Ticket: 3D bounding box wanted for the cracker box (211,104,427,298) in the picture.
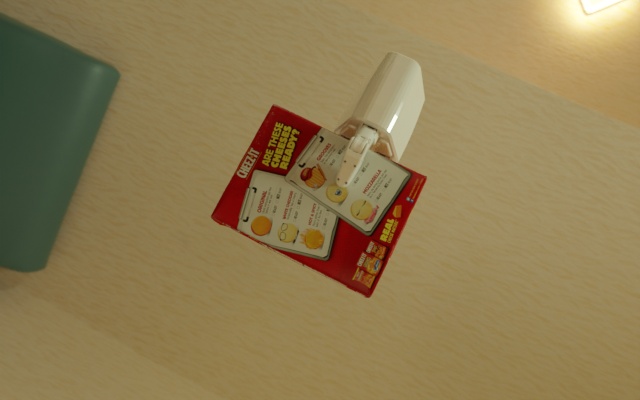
[{"bbox_3d":[0.000,0.002,0.601,0.213,0.164,0.072,26,-11,6],"label":"cracker box"}]
